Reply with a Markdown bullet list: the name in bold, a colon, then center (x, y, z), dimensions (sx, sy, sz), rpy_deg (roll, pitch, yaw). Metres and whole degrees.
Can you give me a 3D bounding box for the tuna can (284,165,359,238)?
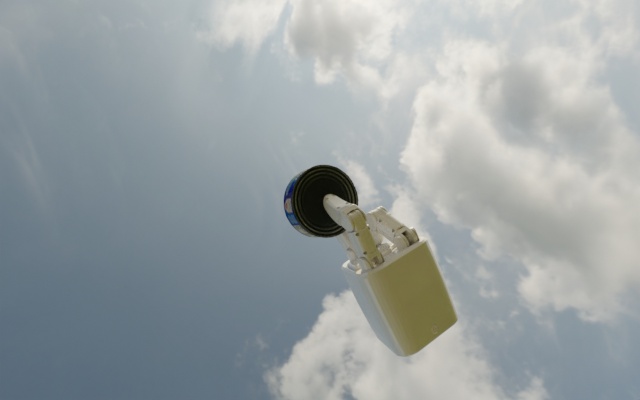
- **tuna can**: center (0.000, 0.002, 0.571), dimensions (0.086, 0.086, 0.034), rpy_deg (0, -4, -24)
